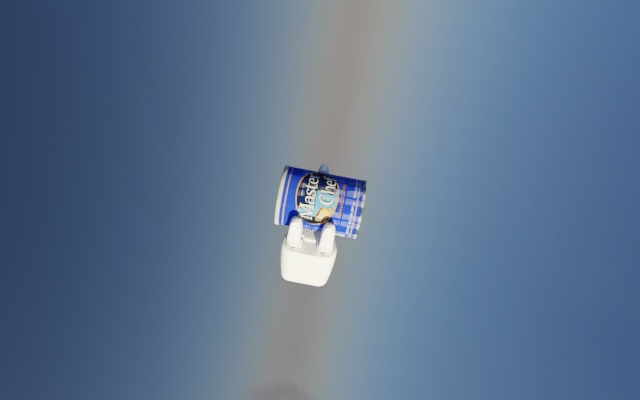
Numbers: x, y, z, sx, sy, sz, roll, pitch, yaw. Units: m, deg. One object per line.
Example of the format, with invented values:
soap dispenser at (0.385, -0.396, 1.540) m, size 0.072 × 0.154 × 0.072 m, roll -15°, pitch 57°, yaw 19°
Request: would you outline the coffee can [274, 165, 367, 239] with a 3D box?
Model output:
coffee can at (0.000, 0.002, 0.816) m, size 0.140 × 0.103 × 0.103 m, roll 11°, pitch 0°, yaw 0°
